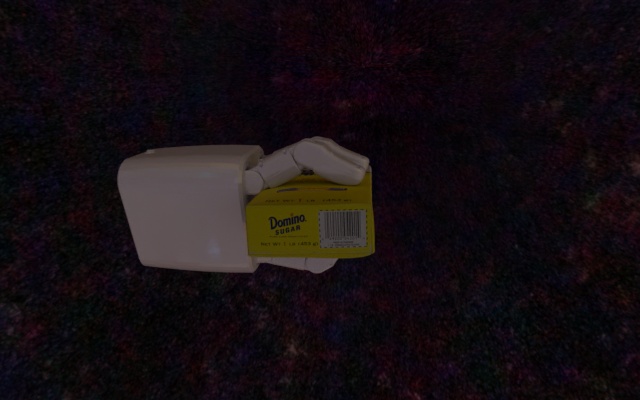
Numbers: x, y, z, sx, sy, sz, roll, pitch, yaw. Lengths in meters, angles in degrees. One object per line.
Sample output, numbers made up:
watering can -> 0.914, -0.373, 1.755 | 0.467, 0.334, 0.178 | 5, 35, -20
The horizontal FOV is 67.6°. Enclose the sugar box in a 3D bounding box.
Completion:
sugar box -> 0.000, 0.001, 0.422 | 0.093, 0.048, 0.176 | 0, 16, 5
